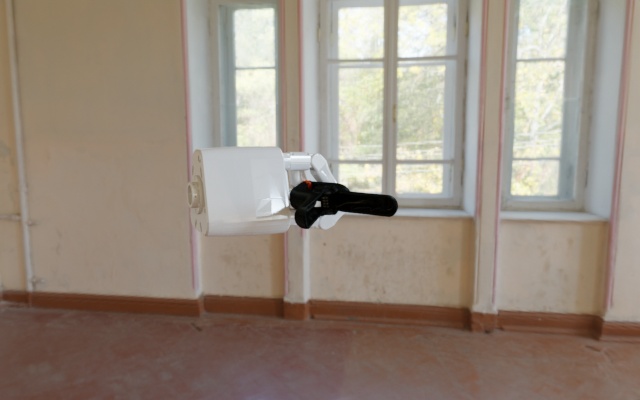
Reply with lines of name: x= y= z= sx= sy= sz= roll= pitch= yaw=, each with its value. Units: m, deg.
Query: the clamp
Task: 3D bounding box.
clamp: x=0.000 y=0.001 z=0.586 sx=0.120 sy=0.039 sz=0.171 roll=-3 pitch=8 yaw=-28
